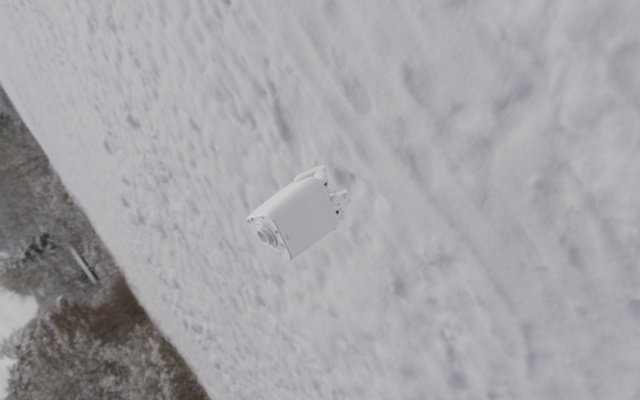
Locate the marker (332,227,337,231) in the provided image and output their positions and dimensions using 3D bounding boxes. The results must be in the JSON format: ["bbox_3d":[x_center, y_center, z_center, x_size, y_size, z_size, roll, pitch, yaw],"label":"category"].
[{"bbox_3d":[0.000,0.003,0.875,0.020,0.121,0.020,-19,25,9],"label":"marker"}]
